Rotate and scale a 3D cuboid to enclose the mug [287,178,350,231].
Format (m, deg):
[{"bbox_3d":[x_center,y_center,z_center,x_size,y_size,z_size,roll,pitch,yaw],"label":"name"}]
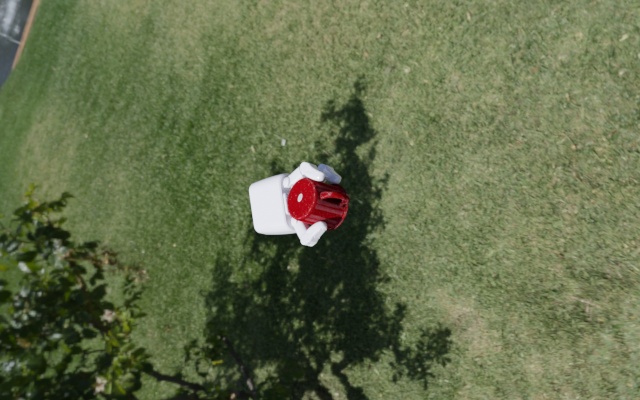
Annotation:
[{"bbox_3d":[0.001,0.003,0.890,0.081,0.093,0.117,16,-20,-42],"label":"mug"}]
